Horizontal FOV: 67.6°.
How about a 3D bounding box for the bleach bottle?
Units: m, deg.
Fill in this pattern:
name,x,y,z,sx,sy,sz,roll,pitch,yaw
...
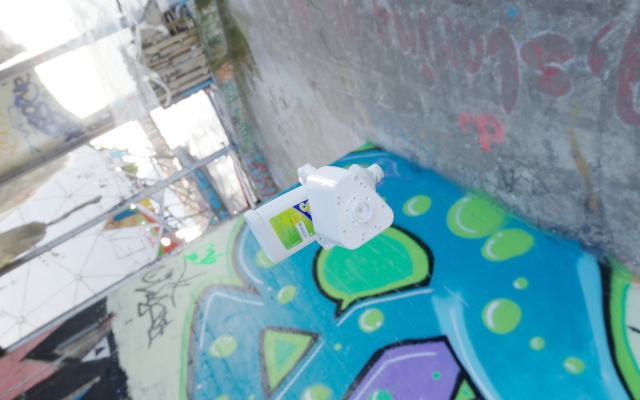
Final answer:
name,x,y,z,sx,sy,sz,roll,pitch,yaw
bleach bottle,0.000,0.003,0.833,0.251,0.102,0.068,-32,19,-15
